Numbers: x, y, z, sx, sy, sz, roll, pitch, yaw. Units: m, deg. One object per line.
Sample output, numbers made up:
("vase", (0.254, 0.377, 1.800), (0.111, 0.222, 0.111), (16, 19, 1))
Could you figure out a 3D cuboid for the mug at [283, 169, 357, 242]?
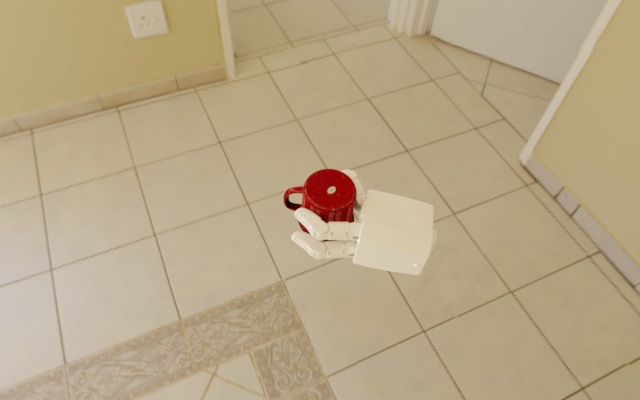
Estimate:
("mug", (-0.001, 0.002, 0.746), (0.117, 0.093, 0.082), (11, -35, 3))
